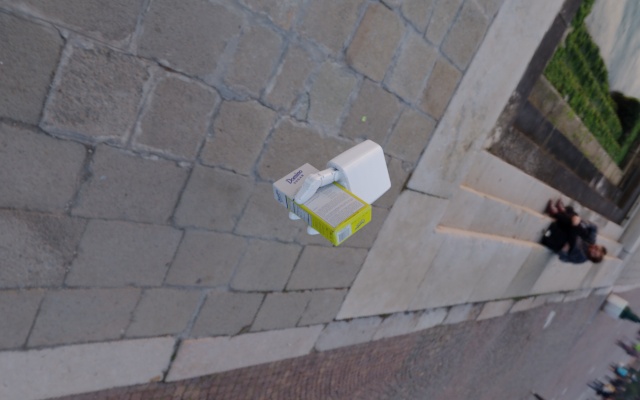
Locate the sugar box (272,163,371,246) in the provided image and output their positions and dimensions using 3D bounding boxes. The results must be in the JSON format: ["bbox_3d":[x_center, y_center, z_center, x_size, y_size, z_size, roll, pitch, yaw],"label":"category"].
[{"bbox_3d":[0.000,0.003,0.894,0.093,0.048,0.176,-33,49,-27],"label":"sugar box"}]
